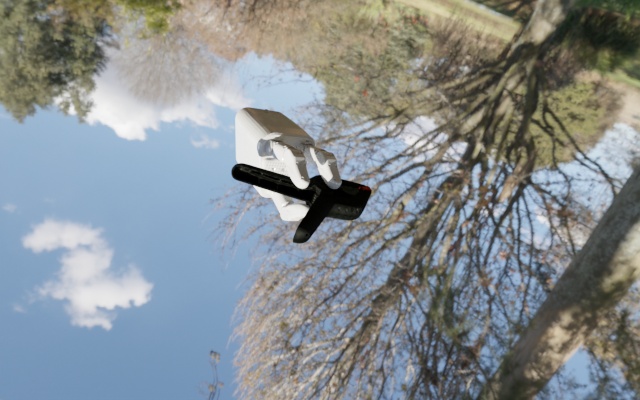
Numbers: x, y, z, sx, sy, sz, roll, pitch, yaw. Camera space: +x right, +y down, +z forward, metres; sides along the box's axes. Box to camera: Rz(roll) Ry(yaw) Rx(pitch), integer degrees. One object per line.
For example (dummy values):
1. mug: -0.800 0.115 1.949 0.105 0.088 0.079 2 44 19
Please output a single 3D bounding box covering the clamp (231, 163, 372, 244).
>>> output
1. clamp: 0.000 0.003 0.660 0.210 0.036 0.164 2 33 -37
